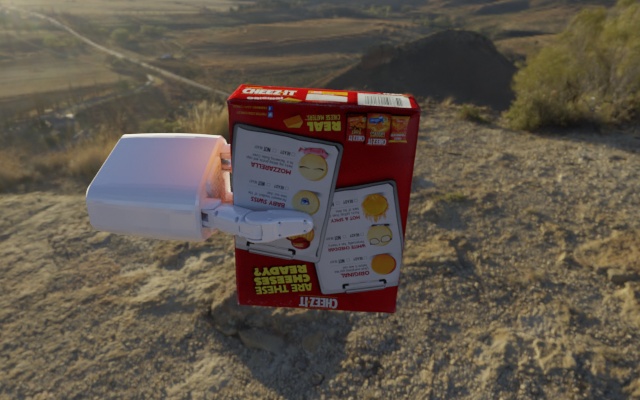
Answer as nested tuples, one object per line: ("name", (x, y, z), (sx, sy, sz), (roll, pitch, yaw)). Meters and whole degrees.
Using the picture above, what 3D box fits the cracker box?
("cracker box", (0.000, 0.001, 0.467), (0.164, 0.214, 0.072), (3, 27, 2))
